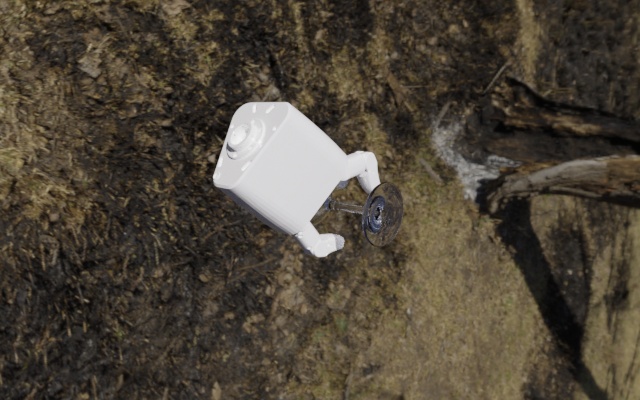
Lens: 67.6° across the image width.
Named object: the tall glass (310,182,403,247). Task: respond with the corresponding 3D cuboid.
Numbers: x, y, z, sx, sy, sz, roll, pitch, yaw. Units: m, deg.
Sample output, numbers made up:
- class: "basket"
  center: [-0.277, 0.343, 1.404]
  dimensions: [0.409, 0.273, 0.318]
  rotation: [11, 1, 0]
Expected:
- class: "tall glass"
  center: [0.001, 0.002, 0.603]
  dimensions: [0.201, 0.079, 0.079]
  rotation: [11, 7, 43]
